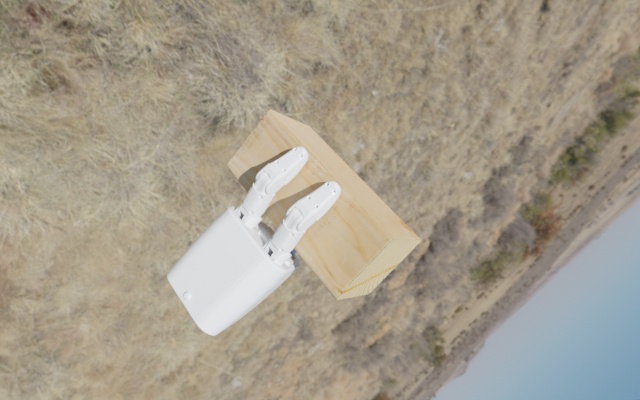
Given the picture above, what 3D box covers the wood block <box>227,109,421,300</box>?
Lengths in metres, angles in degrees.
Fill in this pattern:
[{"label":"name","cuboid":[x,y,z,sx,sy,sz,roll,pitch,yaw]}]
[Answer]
[{"label":"wood block","cuboid":[0.000,0.002,0.541,0.206,0.090,0.091,48,17,24]}]
